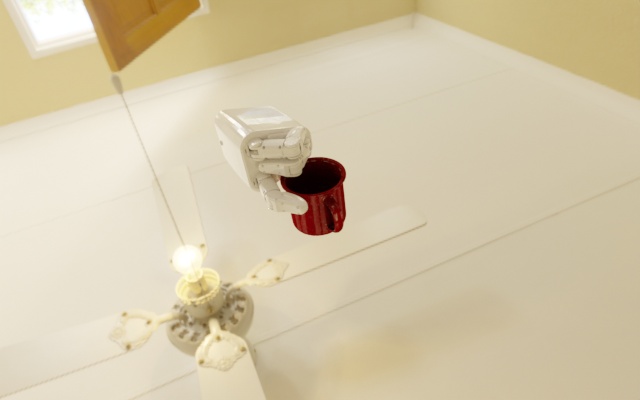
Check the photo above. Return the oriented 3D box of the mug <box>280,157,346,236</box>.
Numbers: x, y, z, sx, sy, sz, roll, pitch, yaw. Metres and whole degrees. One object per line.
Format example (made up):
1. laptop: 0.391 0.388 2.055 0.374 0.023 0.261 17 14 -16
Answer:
1. mug: 0.001 0.003 0.679 0.093 0.082 0.117 -25 42 -19
